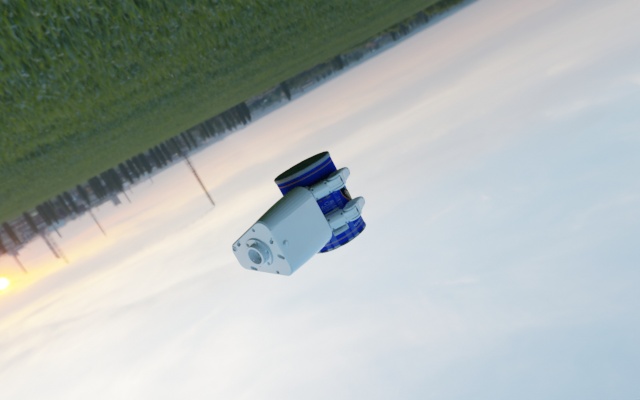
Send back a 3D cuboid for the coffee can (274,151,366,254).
[{"bbox_3d":[0.000,0.002,0.799,0.103,0.140,0.102,-27,12,6],"label":"coffee can"}]
